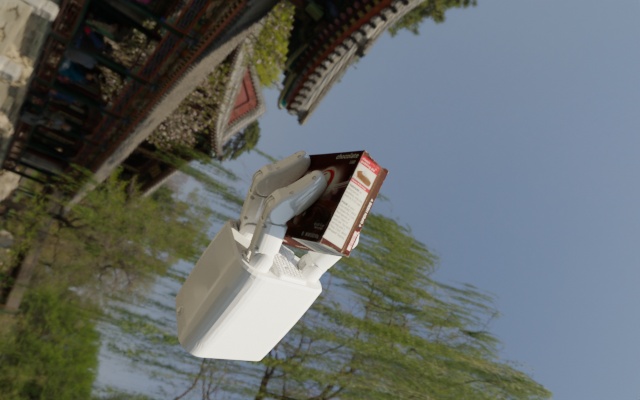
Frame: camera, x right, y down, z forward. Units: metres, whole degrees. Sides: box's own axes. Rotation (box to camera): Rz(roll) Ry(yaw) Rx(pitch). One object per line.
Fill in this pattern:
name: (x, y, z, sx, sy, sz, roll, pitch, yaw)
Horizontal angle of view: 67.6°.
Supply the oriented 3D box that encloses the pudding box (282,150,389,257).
pudding box: (0.000, 0.002, 0.446, 0.039, 0.090, 0.113, 34, -16, -31)
